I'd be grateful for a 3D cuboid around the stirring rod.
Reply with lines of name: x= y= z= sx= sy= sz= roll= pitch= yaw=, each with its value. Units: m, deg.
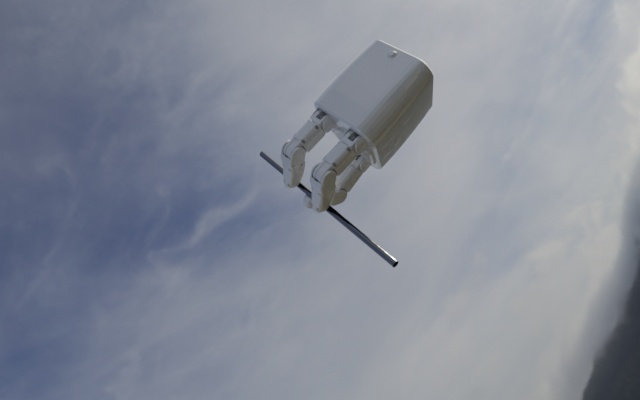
stirring rod: x=0.000 y=0.002 z=0.551 sx=0.011 sy=0.011 sz=0.239 roll=0 pitch=31 yaw=-48
